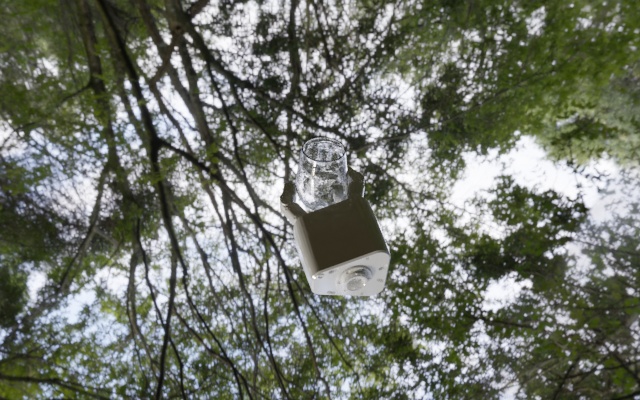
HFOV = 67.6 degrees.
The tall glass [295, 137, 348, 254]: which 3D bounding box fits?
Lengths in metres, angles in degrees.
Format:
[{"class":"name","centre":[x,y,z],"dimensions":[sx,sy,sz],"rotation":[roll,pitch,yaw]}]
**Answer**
[{"class":"tall glass","centre":[0.000,0.003,0.733],"dimensions":[0.079,0.201,0.079],"rotation":[2,41,-2]}]
